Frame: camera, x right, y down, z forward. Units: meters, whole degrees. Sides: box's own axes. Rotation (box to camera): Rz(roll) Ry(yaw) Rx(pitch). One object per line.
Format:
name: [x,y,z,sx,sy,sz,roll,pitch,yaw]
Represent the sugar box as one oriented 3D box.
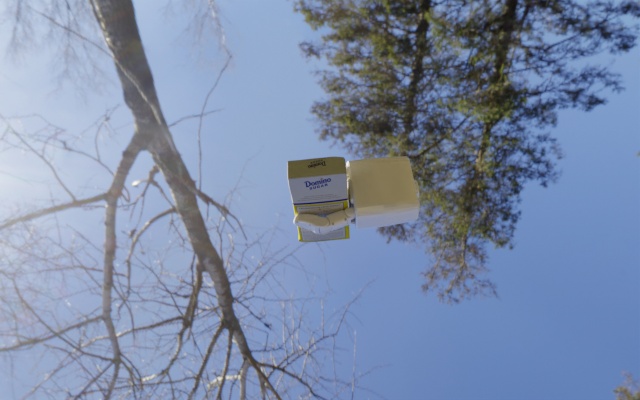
sugar box: [0.000,0.002,0.802,0.093,0.048,0.176,-5,-42,1]
